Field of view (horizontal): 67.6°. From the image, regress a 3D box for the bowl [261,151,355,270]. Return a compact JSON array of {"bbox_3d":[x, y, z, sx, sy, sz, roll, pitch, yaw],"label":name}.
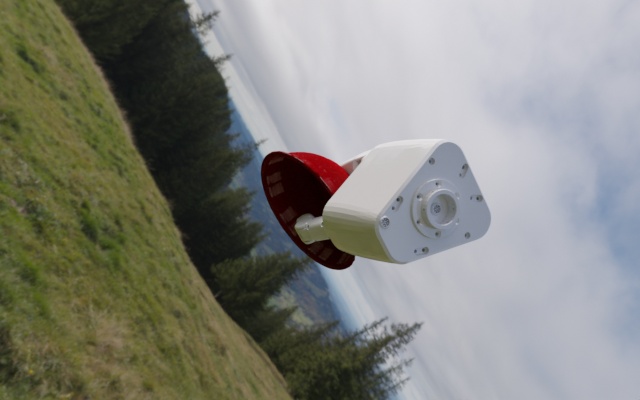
[{"bbox_3d":[0.000,0.001,0.570,0.055,0.162,0.162,-36,19,-28],"label":"bowl"}]
